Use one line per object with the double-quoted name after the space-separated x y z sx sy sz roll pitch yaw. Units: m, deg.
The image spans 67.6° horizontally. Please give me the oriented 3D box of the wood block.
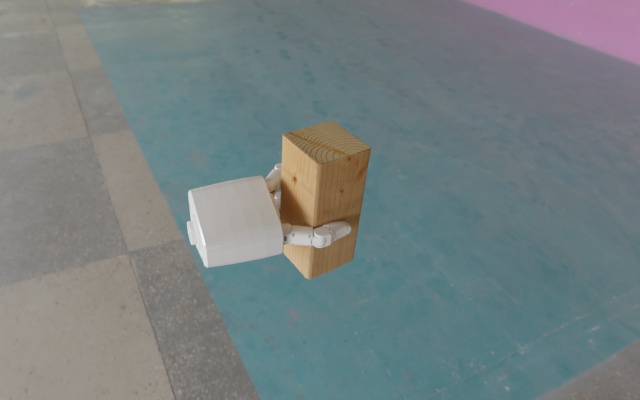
0.000 0.002 0.703 0.090 0.206 0.090 -20 44 -30 "wood block"
